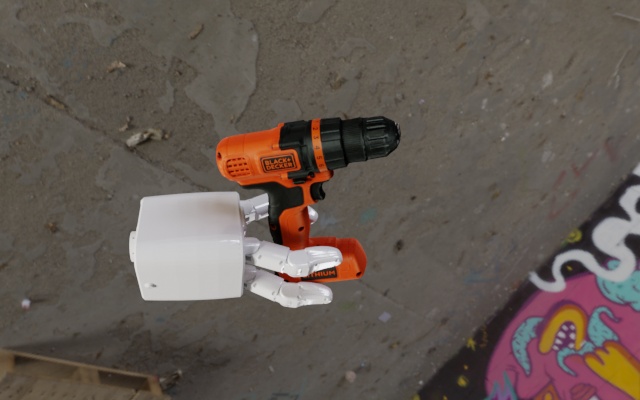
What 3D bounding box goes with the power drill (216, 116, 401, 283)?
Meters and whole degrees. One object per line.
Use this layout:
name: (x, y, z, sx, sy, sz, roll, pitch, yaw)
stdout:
power drill: (0.000, 0.002, 0.511, 0.184, 0.188, 0.057, -6, 32, 11)
